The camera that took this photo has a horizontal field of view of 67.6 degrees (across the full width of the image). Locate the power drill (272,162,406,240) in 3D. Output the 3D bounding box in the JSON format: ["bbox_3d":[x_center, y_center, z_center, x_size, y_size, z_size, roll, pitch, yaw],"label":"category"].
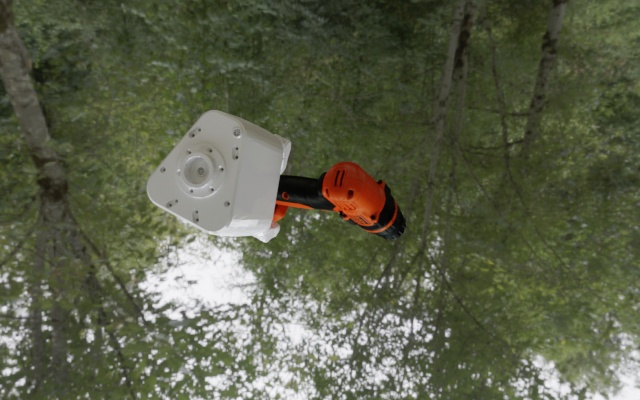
[{"bbox_3d":[0.000,0.002,0.586,0.187,0.057,0.184,3,-19,28],"label":"power drill"}]
